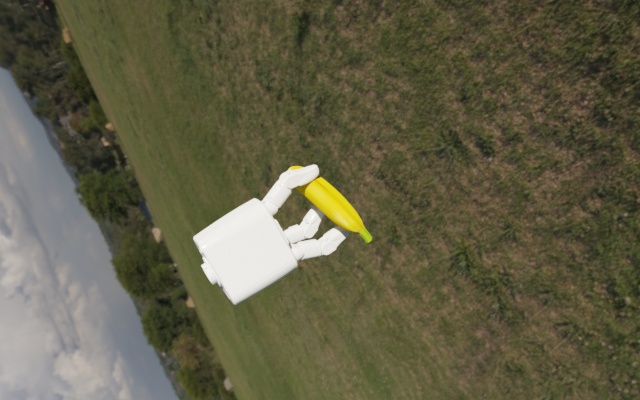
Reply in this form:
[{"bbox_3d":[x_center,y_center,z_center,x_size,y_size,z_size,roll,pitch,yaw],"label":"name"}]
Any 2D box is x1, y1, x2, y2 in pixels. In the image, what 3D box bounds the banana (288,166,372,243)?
[{"bbox_3d":[-0.001,-0.007,0.727,0.037,0.070,0.197,-37,55,-14],"label":"banana"}]
